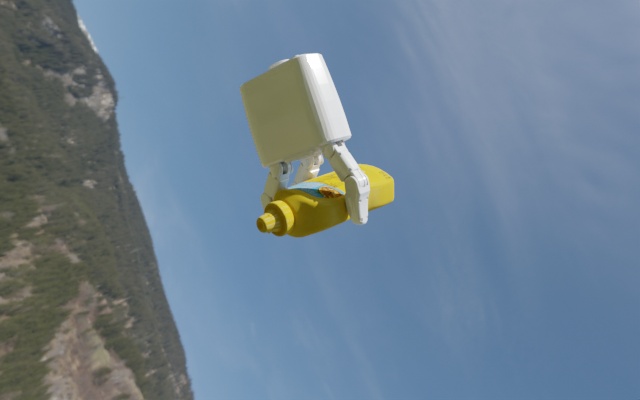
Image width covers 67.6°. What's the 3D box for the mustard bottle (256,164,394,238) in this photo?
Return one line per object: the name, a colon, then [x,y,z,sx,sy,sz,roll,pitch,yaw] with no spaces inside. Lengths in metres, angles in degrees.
mustard bottle: [0.000,0.002,0.594,0.096,0.058,0.191,16,26,42]
